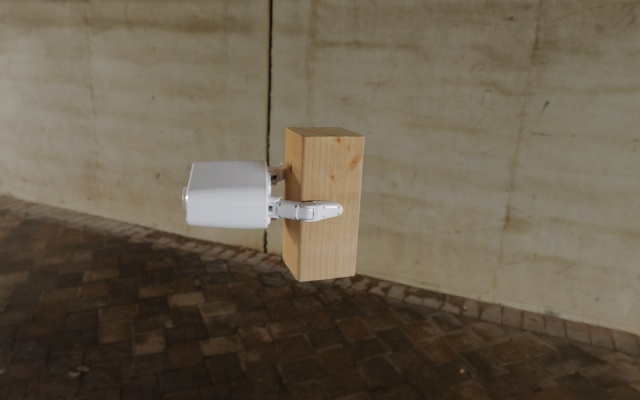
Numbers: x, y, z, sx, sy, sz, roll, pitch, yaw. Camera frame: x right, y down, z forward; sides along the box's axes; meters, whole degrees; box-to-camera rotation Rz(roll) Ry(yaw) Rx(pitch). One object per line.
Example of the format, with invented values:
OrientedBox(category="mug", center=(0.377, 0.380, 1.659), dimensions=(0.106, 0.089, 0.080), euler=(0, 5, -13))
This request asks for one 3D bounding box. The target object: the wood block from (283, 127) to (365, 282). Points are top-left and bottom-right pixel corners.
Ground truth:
OrientedBox(category="wood block", center=(0.000, 0.002, 0.695), dimensions=(0.090, 0.206, 0.090), euler=(-3, 17, -19))
